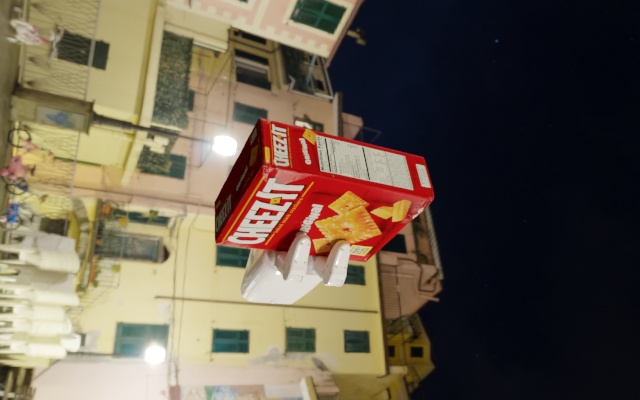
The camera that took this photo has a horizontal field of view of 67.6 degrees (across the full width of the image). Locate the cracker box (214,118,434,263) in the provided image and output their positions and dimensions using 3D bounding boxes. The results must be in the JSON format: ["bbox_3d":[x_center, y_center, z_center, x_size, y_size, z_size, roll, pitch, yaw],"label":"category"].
[{"bbox_3d":[0.000,0.002,0.570,0.214,0.072,0.164,10,-37,-26],"label":"cracker box"}]
